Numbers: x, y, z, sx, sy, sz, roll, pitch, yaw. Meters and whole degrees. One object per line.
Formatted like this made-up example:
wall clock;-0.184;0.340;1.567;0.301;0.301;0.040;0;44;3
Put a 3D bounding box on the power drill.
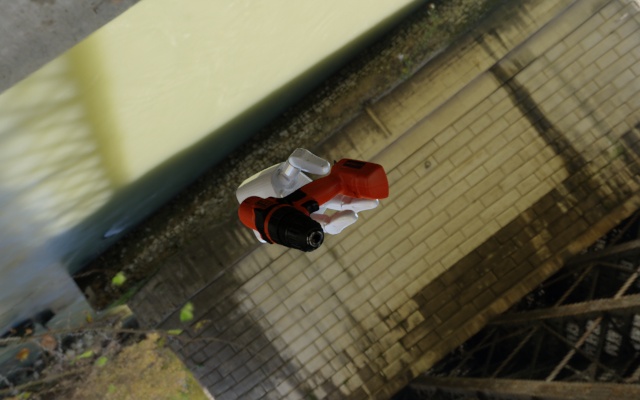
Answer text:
power drill;0.000;0.002;0.650;0.187;0.057;0.184;-24;24;-28
